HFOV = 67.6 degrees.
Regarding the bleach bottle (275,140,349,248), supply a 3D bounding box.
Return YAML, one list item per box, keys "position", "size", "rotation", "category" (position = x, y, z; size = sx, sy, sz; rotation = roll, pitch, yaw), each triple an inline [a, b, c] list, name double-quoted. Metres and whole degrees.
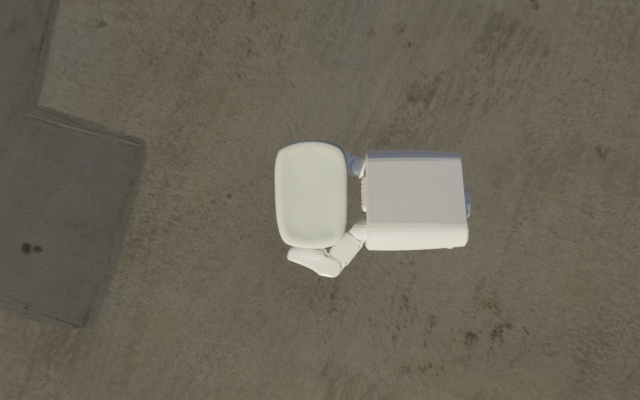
- position: [0.000, 0.002, 0.553]
  size: [0.068, 0.102, 0.251]
  rotation: [-1, -3, 4]
  category: "bleach bottle"
